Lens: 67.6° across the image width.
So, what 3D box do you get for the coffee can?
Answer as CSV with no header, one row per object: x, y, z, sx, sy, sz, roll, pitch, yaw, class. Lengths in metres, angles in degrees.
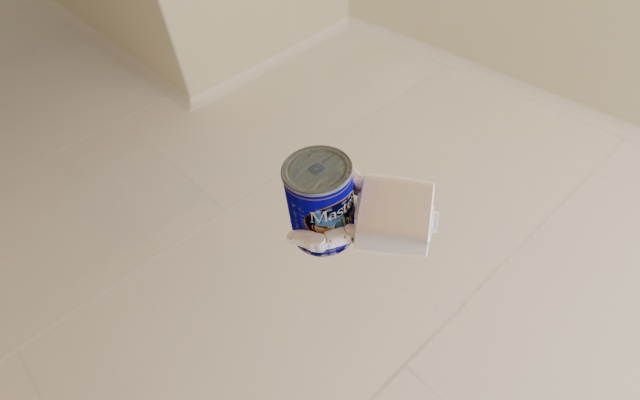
0.000,0.002,0.724,0.103,0.102,0.140,0,-44,7,coffee can
